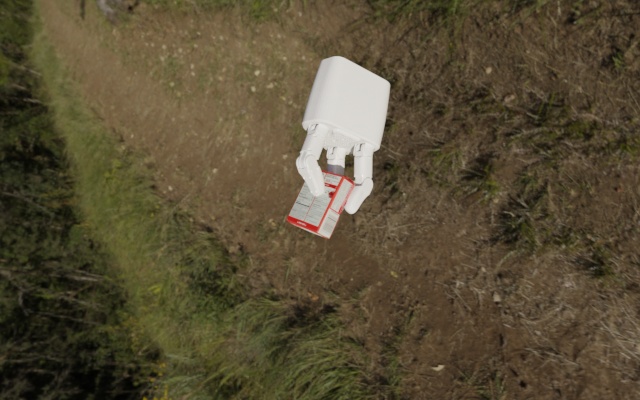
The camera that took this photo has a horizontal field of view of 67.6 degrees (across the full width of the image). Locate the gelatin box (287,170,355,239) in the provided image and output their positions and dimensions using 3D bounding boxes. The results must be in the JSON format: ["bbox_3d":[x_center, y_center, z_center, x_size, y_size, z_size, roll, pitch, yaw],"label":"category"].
[{"bbox_3d":[0.000,0.002,0.680,0.030,0.089,0.073,32,-9,-41],"label":"gelatin box"}]
